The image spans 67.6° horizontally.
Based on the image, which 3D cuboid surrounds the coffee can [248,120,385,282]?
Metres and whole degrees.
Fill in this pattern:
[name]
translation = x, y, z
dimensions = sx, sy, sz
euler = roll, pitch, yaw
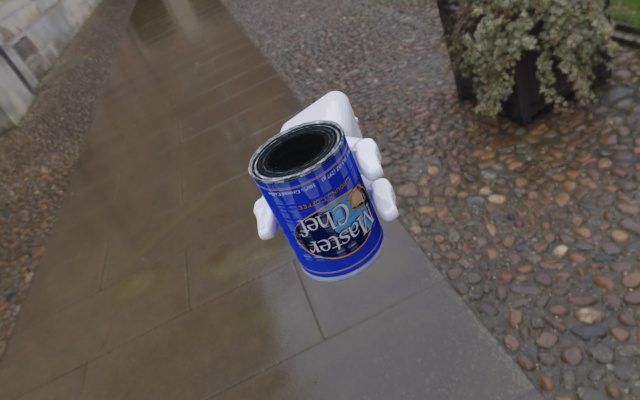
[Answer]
[coffee can]
translation = 0.000, 0.002, 0.507
dimensions = 0.103, 0.140, 0.102
euler = -17, 34, 12
